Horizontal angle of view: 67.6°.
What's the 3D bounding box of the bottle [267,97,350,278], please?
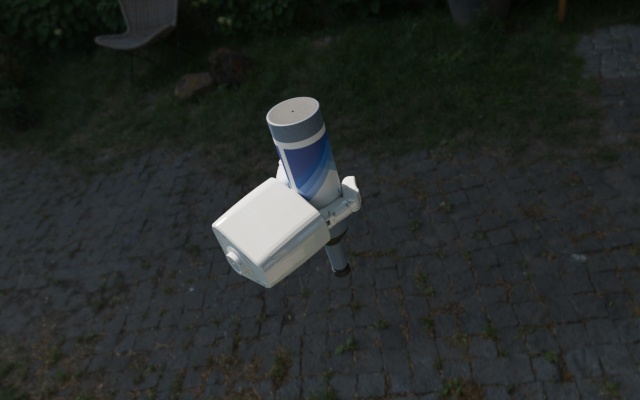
[{"bbox_3d":[0.000,0.002,0.668,0.069,0.296,0.069,-10,39,8],"label":"bottle"}]
